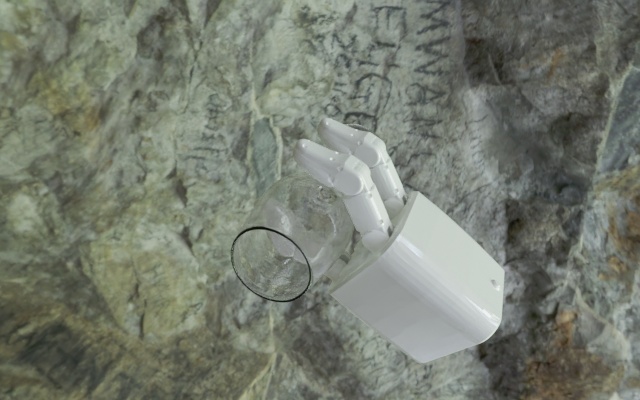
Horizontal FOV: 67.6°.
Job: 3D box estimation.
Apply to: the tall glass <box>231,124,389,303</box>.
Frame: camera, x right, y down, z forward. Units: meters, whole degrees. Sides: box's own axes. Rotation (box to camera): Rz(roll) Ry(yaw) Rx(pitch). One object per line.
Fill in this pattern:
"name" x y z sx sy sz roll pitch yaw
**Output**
"tall glass" 0.000 0.001 0.408 0.079 0.079 0.201 0 26 23
